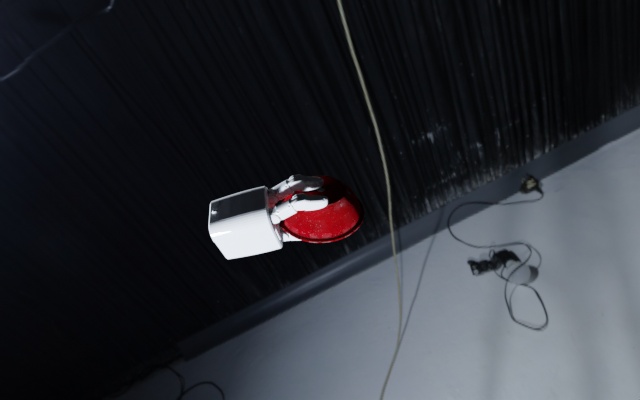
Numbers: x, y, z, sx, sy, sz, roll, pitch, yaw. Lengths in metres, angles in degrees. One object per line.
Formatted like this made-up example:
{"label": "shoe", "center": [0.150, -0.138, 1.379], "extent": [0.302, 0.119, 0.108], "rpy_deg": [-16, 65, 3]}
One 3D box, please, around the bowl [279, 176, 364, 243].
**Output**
{"label": "bowl", "center": [0.001, 0.002, 0.870], "extent": [0.162, 0.055, 0.162], "rpy_deg": [-1, 39, 1]}
